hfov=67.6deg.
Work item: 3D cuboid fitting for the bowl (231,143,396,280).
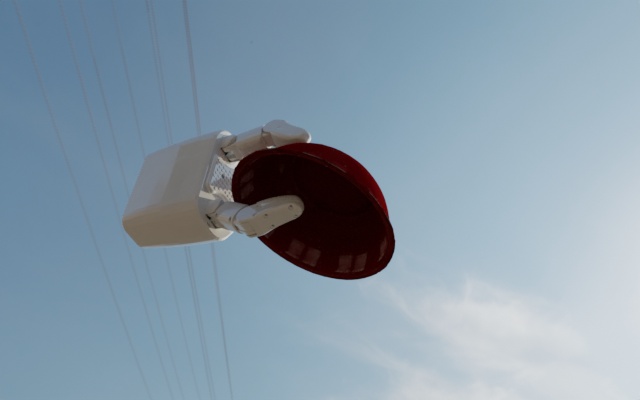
[{"bbox_3d":[0.001,0.001,0.445,0.162,0.162,0.055,0,42,35],"label":"bowl"}]
